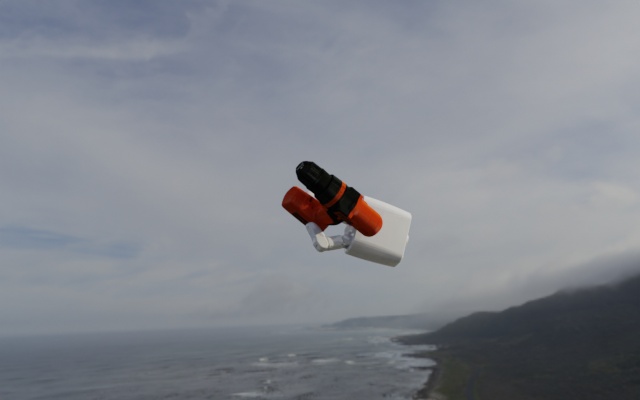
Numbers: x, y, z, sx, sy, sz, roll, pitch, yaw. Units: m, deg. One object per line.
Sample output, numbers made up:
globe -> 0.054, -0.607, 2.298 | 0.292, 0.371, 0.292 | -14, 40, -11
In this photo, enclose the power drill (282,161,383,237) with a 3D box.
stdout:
power drill -> 0.000, 0.003, 0.866 | 0.184, 0.057, 0.187 | 40, -20, -19
